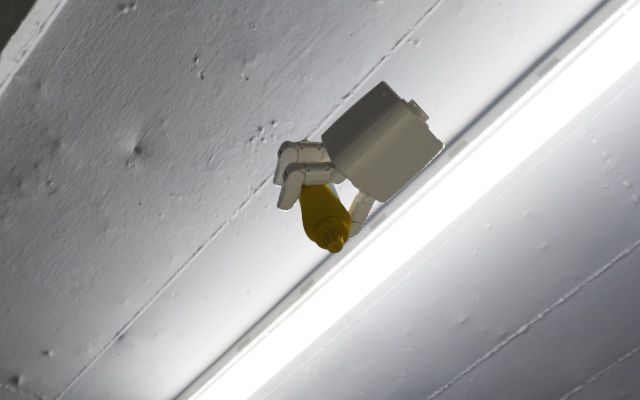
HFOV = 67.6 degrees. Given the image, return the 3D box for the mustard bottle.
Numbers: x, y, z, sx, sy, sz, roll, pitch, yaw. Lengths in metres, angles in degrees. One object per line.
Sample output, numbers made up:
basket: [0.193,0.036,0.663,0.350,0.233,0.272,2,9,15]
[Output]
mustard bottle: [0.000,0.002,0.610,0.058,0.096,0.191,-22,34,1]
